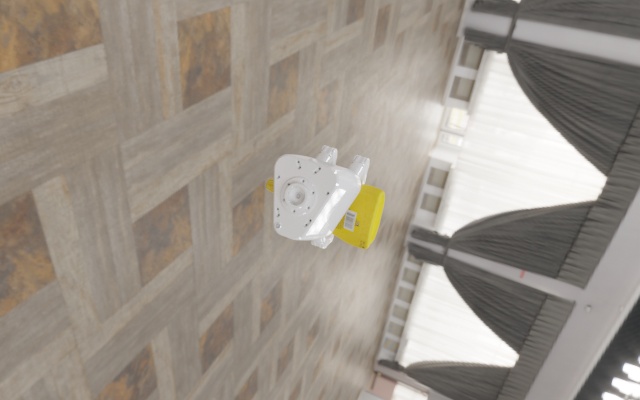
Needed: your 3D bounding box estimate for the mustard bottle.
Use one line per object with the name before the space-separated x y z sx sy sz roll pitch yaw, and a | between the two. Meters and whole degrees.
mustard bottle | 0.000 0.002 0.755 0.191 0.096 0.058 19 29 18
